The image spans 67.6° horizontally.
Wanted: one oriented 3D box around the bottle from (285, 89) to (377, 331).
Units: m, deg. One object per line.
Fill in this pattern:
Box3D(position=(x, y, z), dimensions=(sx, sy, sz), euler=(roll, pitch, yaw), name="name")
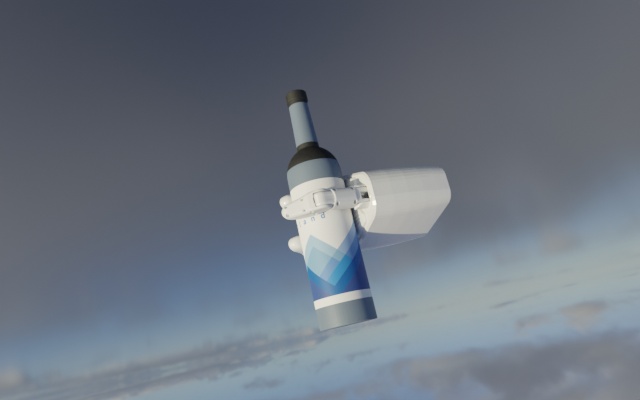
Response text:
Box3D(position=(0.000, 0.002, 0.576), dimensions=(0.069, 0.295, 0.069), euler=(-12, -15, -3), name="bottle")
